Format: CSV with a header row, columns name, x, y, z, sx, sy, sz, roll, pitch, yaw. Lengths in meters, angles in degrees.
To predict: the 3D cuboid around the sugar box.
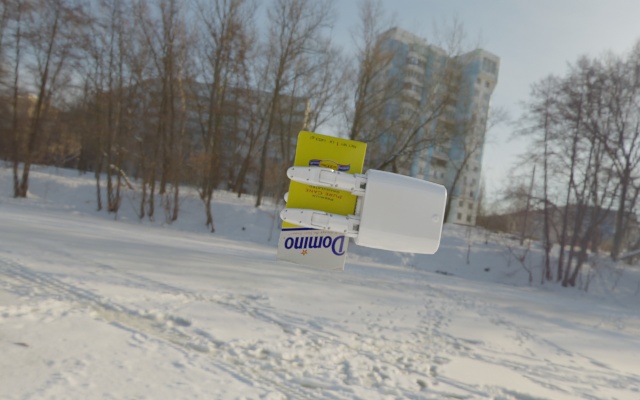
name,x,y,z,sx,sy,sz,roll,pitch,yaw
sugar box,0.000,0.002,0.645,0.093,0.176,0.048,10,-4,-3
